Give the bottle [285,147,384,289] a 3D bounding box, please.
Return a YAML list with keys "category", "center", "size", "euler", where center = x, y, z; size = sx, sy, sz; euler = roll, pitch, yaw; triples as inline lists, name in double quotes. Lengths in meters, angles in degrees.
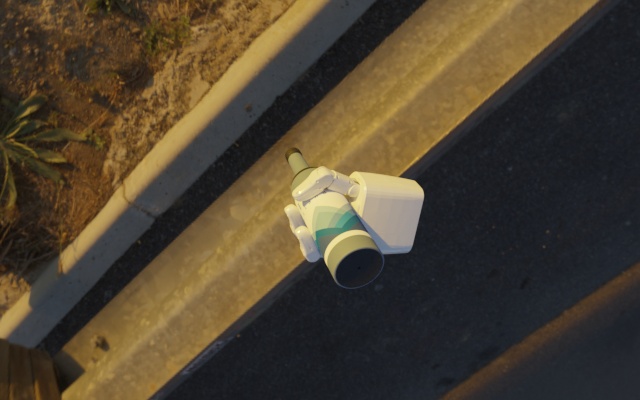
- category: "bottle"
  center: [0.000, 0.002, 0.690]
  size: [0.069, 0.069, 0.295]
  euler: [0, 33, -22]
